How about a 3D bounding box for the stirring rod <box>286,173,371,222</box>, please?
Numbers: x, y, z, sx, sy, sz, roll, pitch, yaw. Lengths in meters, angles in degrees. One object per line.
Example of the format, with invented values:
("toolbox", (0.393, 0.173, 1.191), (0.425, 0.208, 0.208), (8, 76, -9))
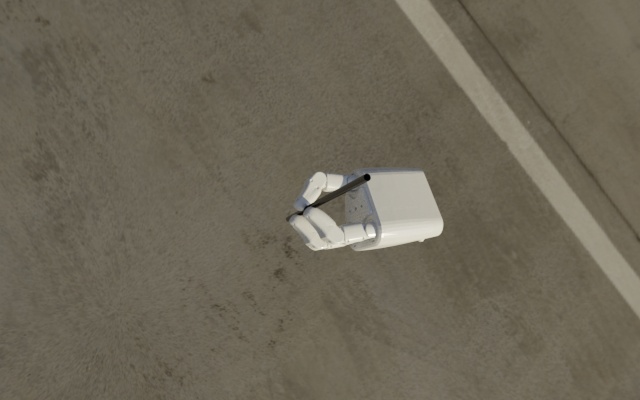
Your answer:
("stirring rod", (0.000, 0.002, 0.580), (0.011, 0.011, 0.239), (0, -12, -23))
